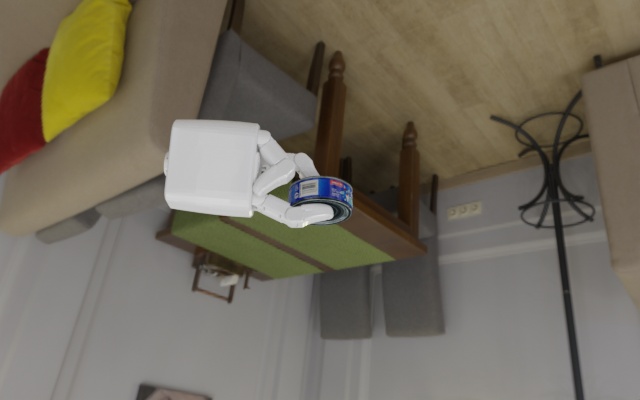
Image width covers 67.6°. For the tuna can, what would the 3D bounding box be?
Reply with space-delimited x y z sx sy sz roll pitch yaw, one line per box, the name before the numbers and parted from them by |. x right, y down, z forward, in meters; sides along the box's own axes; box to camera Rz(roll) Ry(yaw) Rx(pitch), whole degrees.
tuna can | 0.000 0.003 0.631 0.086 0.033 0.086 0 -26 0
